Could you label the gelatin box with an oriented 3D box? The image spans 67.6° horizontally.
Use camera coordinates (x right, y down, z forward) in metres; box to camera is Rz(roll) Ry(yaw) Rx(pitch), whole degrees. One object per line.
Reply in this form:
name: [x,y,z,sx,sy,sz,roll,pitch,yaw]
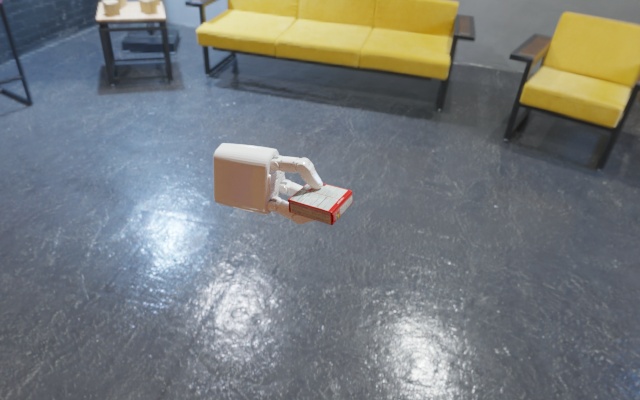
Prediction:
gelatin box: [0.000,0.002,0.820,0.089,0.030,0.073,15,37,27]
